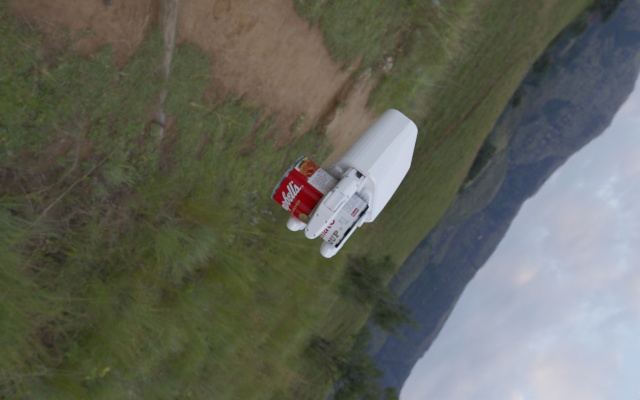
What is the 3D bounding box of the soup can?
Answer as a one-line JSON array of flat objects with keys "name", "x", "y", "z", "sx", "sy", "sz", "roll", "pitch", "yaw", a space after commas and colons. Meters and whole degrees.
[{"name": "soup can", "x": 0.000, "y": 0.002, "z": 0.585, "sx": 0.102, "sy": 0.068, "sz": 0.068, "roll": 38, "pitch": 3, "yaw": 4}]
